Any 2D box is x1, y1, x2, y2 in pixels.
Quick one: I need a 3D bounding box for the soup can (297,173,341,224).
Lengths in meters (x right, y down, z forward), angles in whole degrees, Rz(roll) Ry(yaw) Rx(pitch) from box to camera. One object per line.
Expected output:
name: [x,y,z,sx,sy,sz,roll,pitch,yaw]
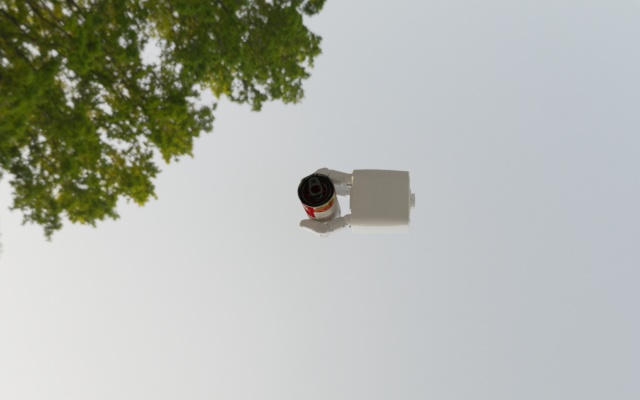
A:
soup can: [0.000,0.003,0.892,0.068,0.068,0.102,0,-26,11]
